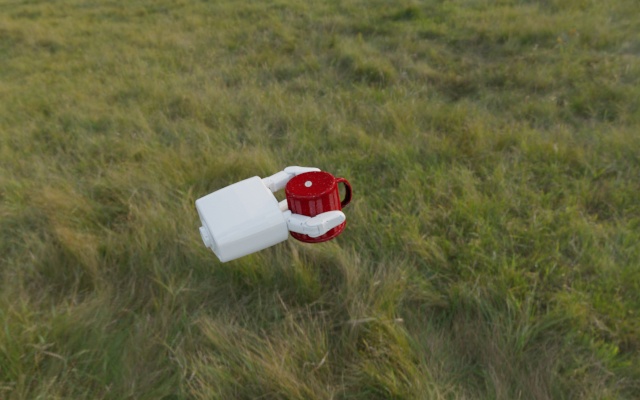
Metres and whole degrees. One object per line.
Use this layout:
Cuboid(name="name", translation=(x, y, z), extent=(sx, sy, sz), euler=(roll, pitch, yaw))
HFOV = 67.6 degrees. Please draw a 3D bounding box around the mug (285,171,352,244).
Cuboid(name="mug", translation=(0.001, 0.002, 0.751), extent=(0.117, 0.082, 0.093), euler=(-24, 36, -21))
